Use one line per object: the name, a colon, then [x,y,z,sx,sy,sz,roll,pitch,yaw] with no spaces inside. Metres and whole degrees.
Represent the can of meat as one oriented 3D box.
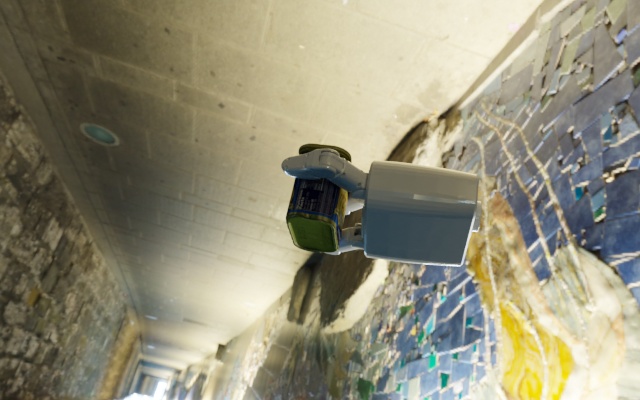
can of meat: [0.000,0.002,0.517,0.057,0.084,0.102,8,-25,9]
